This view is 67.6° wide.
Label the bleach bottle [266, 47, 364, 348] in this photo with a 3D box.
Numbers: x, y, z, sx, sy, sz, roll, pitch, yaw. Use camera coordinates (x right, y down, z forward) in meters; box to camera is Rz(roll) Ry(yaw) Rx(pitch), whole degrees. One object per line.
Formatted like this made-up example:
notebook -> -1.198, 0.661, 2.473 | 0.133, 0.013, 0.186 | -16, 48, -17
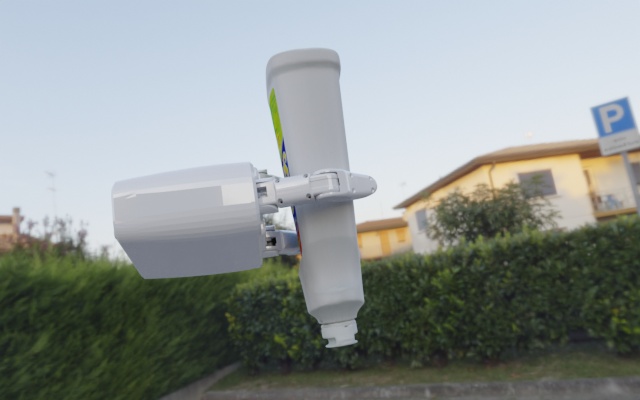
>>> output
bleach bottle -> 0.000, 0.001, 0.428 | 0.068, 0.250, 0.102 | -8, -11, -8
